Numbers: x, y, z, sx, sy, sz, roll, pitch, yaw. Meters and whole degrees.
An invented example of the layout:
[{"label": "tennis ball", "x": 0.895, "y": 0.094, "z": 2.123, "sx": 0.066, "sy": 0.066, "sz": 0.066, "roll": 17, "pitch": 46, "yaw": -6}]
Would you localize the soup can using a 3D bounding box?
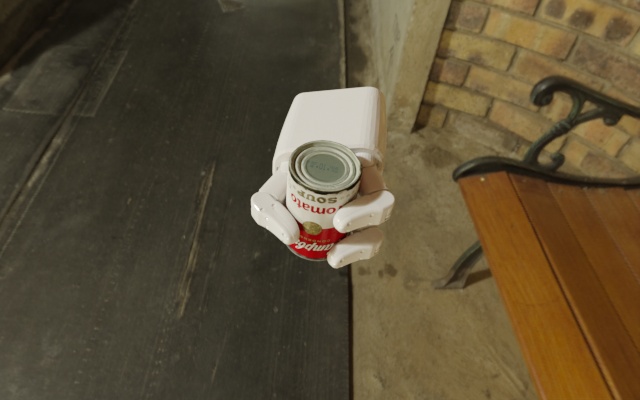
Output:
[{"label": "soup can", "x": 0.000, "y": 0.002, "z": 0.457, "sx": 0.068, "sy": 0.068, "sz": 0.102, "roll": 0, "pitch": -41, "yaw": -7}]
